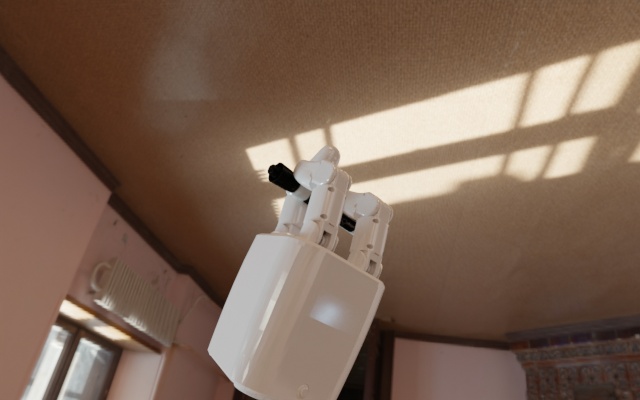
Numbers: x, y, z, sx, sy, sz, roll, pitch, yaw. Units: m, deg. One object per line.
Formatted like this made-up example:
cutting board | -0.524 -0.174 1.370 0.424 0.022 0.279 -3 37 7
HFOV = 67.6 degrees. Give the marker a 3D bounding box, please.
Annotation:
marker | 0.000 0.001 0.425 0.121 0.020 0.020 34 -21 -36
